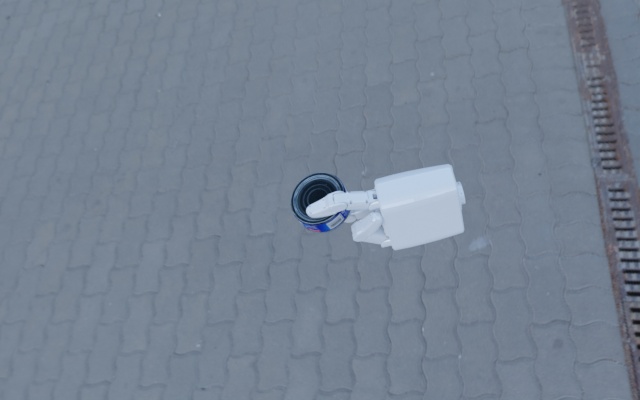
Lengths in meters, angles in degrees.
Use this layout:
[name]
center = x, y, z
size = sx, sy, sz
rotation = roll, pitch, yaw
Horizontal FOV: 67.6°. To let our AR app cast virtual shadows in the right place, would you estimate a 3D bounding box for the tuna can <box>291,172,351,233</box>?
[tuna can]
center = 0.000, 0.002, 0.701
size = 0.086, 0.086, 0.034
rotation = 0, -24, 20
